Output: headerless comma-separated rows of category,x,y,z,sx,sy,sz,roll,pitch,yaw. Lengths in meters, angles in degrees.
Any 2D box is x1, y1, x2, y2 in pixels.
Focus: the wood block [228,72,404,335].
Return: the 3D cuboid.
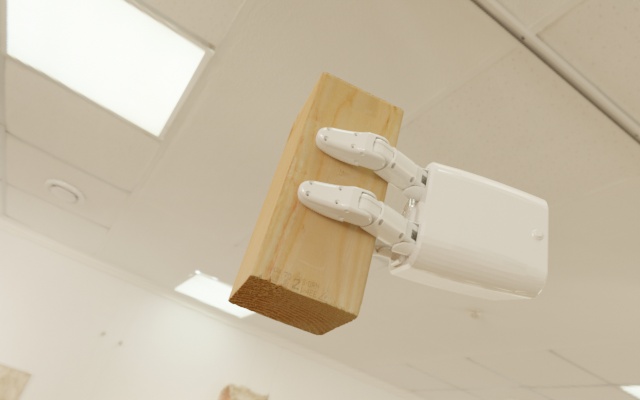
wood block,0.000,0.002,0.430,0.090,0.206,0.091,23,-31,-10
